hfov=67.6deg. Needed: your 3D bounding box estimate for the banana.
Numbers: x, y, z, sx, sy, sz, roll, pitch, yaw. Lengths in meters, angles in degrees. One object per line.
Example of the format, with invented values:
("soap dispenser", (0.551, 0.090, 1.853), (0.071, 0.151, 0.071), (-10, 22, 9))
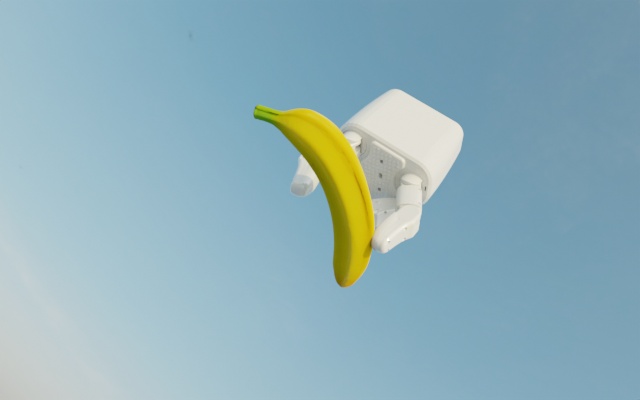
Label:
("banana", (0.013, -0.002, 0.421), (0.069, 0.198, 0.037), (-2, 31, 40))
